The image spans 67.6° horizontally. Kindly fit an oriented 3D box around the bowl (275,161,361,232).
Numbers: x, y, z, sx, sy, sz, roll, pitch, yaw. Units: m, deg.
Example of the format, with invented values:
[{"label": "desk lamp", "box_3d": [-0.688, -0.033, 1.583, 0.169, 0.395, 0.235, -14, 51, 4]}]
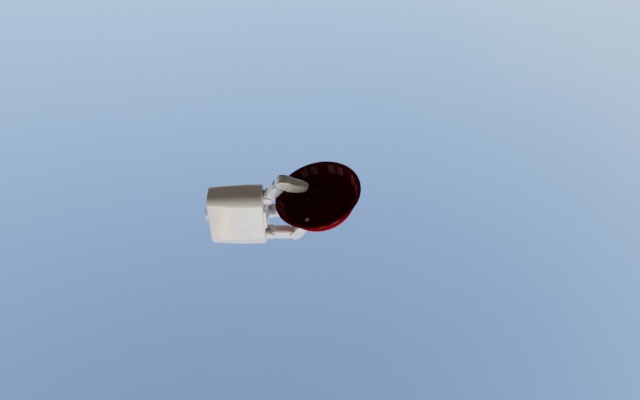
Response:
[{"label": "bowl", "box_3d": [0.002, 0.003, 0.887, 0.162, 0.162, 0.055, 0, -39, 18]}]
